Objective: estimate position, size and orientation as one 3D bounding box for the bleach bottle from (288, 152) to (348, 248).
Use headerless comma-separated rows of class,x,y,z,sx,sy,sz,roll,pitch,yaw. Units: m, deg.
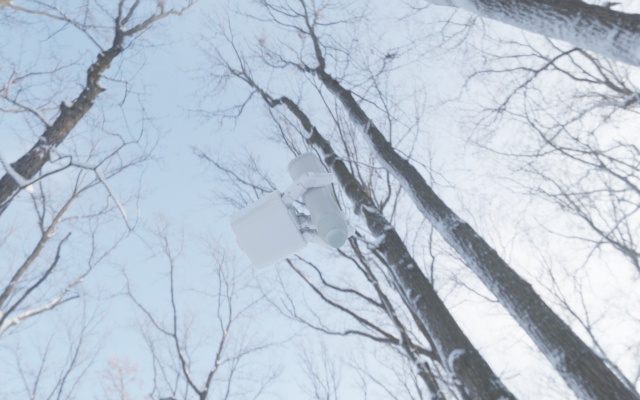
bleach bottle,0.000,0.003,0.886,0.068,0.103,0.250,-28,29,3
